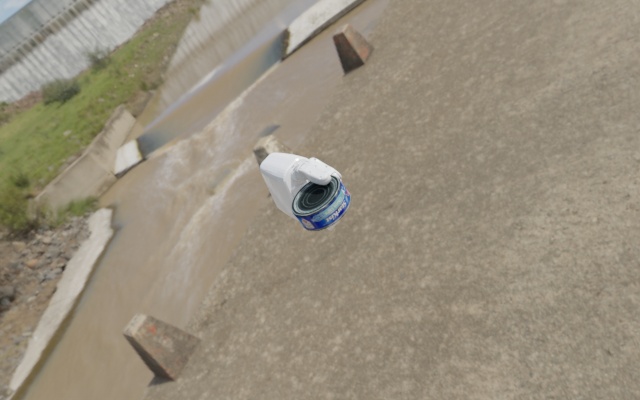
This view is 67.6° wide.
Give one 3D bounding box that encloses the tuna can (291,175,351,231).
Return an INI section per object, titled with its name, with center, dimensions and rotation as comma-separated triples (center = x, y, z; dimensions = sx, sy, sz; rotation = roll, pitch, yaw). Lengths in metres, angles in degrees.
[tuna can]
center = 0.000, 0.002, 0.704
dimensions = 0.086, 0.086, 0.034
rotation = 0, -43, 44
